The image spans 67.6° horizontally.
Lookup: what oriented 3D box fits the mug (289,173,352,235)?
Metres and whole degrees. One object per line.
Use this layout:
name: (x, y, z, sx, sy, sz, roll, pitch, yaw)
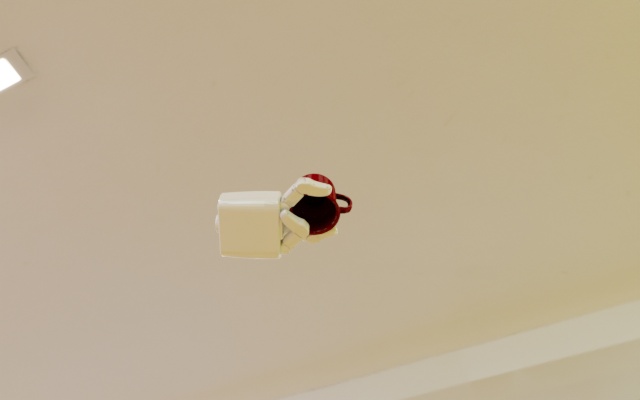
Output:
mug: (0.002, 0.003, 0.877, 0.117, 0.093, 0.081, 0, 31, -1)
